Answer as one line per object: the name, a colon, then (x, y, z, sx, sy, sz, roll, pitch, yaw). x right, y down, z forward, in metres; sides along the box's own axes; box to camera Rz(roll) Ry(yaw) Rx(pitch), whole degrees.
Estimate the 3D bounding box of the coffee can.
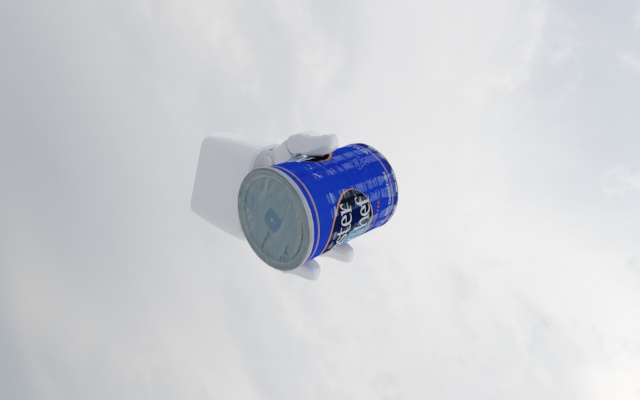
coffee can: (0.000, 0.002, 0.501, 0.103, 0.103, 0.140, 0, 15, 45)
